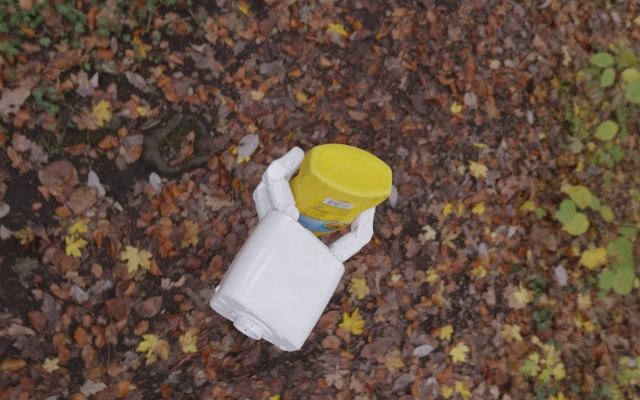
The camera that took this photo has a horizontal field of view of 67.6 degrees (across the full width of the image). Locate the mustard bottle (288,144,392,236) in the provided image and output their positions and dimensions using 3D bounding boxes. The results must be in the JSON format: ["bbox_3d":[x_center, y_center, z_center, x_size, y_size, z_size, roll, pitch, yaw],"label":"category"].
[{"bbox_3d":[0.000,0.001,0.571,0.096,0.058,0.192,13,-25,-18],"label":"mustard bottle"}]
